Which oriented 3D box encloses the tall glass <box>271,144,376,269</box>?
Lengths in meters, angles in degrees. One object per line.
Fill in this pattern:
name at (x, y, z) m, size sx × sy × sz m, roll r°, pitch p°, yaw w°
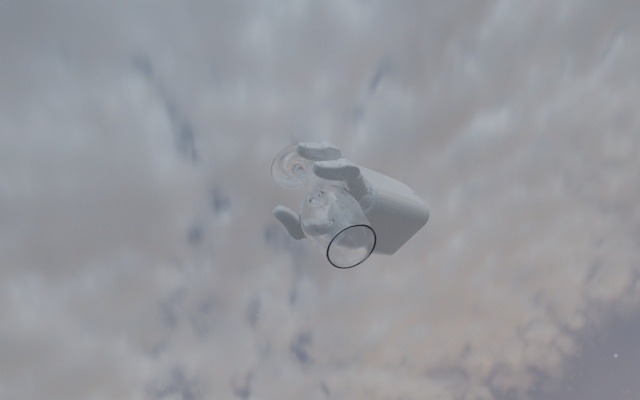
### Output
tall glass at (0.000, 0.002, 0.617) m, size 0.079 × 0.079 × 0.201 m, roll 0°, pitch 31°, yaw -25°
